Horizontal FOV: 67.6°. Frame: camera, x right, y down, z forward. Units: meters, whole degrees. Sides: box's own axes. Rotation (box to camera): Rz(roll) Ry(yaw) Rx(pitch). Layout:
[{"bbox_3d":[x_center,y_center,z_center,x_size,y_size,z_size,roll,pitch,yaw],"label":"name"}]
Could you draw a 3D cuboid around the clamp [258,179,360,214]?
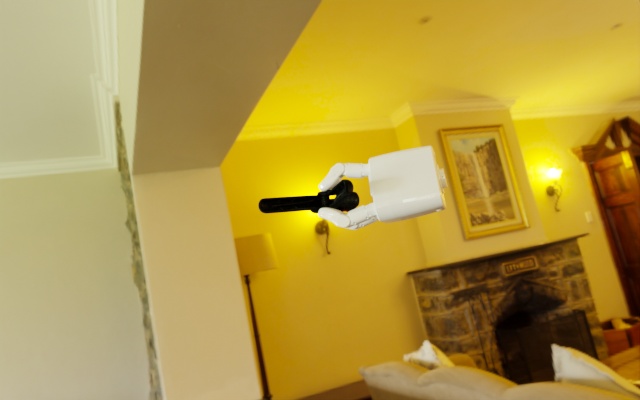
[{"bbox_3d":[0.000,0.002,0.831,0.164,0.036,0.210,-10,-9,17],"label":"clamp"}]
